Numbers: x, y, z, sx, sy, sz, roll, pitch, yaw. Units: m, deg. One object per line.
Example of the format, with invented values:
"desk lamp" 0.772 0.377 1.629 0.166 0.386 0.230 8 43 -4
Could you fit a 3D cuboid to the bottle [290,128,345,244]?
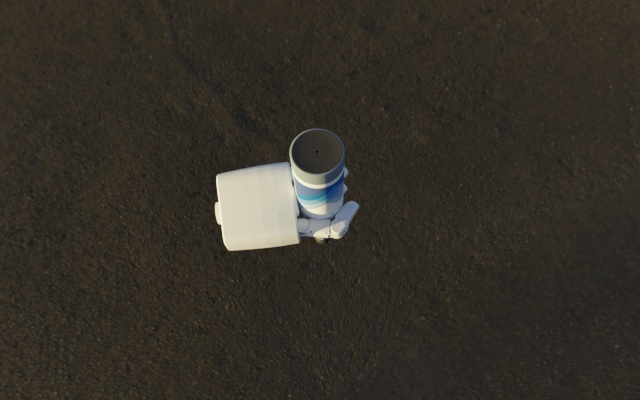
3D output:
"bottle" 0.000 0.002 0.706 0.069 0.069 0.296 0 -25 2
